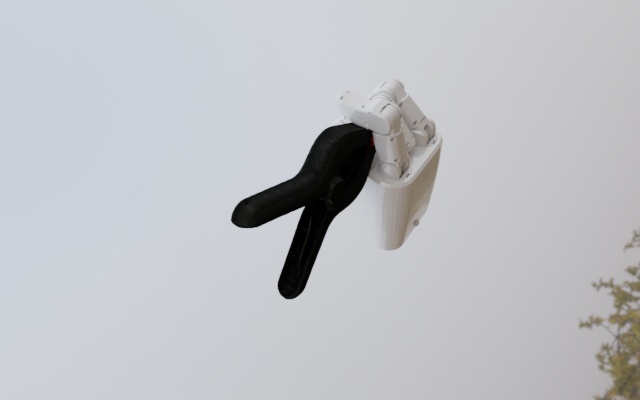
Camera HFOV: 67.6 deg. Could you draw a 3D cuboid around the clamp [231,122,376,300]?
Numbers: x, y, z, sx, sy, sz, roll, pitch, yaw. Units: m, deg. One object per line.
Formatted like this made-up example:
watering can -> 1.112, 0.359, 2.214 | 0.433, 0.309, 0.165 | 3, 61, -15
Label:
clamp -> 0.000, 0.001, 0.411 | 0.039, 0.120, 0.171 | 27, 55, 29
